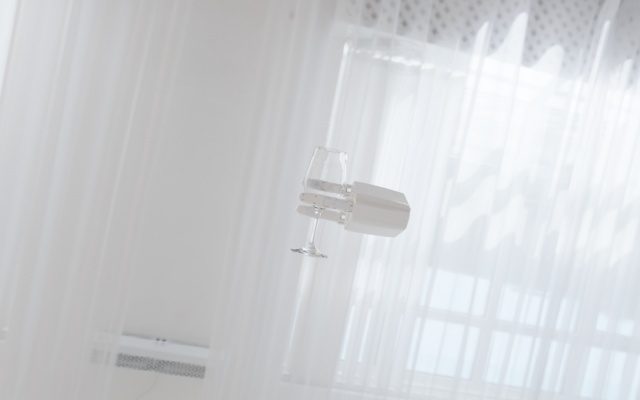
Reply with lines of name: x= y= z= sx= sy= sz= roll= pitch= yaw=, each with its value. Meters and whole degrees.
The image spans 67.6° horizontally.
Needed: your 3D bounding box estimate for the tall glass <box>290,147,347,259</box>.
tall glass: x=0.000 y=0.004 z=0.899 sx=0.079 sy=0.201 sz=0.079 roll=12 pitch=1 yaw=0
